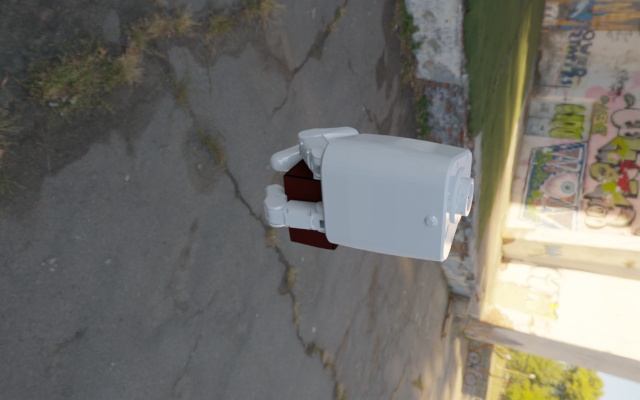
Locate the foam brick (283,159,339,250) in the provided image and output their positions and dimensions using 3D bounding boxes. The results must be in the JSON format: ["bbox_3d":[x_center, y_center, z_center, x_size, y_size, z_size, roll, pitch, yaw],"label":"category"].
[{"bbox_3d":[0.000,0.002,0.478,0.051,0.078,0.053,10,32,24],"label":"foam brick"}]
